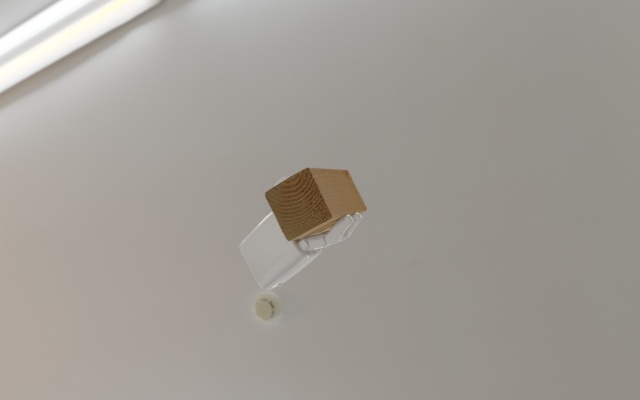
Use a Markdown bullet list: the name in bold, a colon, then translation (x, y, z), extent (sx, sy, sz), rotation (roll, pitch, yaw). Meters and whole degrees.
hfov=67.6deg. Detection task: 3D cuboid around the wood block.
- **wood block**: translation (0.000, 0.003, 0.842), extent (0.090, 0.091, 0.206), rotation (-29, -7, 19)
